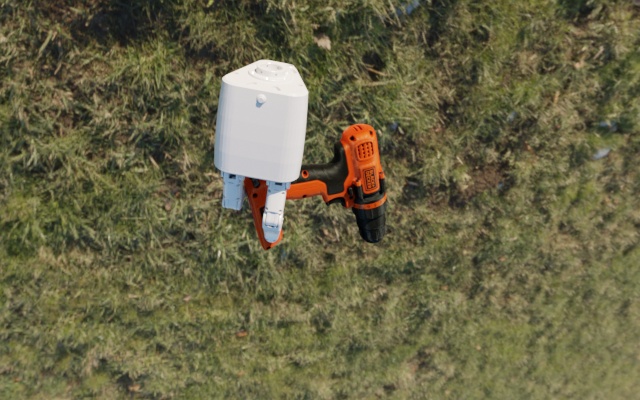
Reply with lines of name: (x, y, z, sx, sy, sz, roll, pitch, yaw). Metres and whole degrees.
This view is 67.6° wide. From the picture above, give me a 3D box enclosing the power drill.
power drill: (0.000, 0.002, 0.651, 0.187, 0.184, 0.057, -18, 30, -11)
